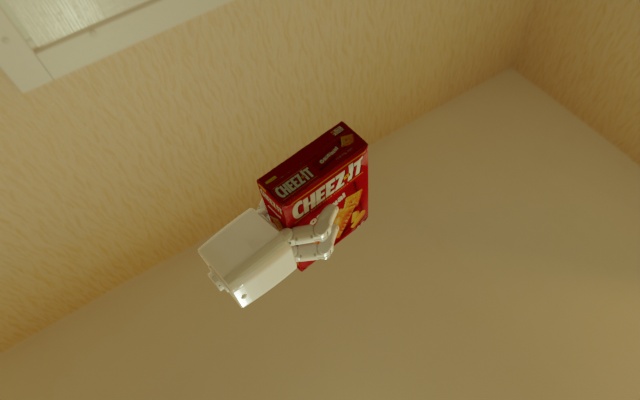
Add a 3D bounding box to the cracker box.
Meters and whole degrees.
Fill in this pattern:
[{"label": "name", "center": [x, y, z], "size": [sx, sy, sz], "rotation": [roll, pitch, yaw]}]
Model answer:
[{"label": "cracker box", "center": [0.000, 0.003, 0.770], "size": [0.164, 0.072, 0.214], "rotation": [-37, -28, -17]}]
